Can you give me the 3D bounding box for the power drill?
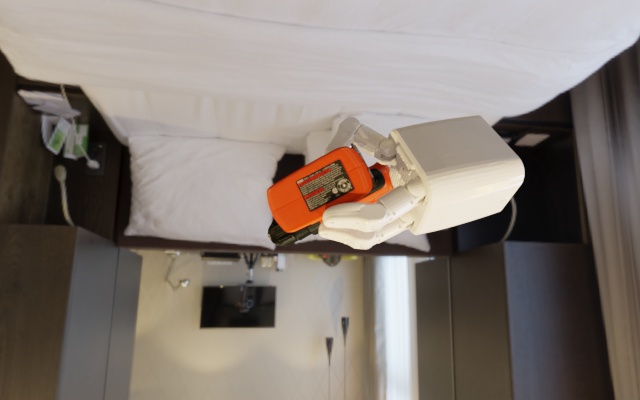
[{"bbox_3d":[0.000,0.002,0.558,0.184,0.057,0.187,-30,-7,7],"label":"power drill"}]
